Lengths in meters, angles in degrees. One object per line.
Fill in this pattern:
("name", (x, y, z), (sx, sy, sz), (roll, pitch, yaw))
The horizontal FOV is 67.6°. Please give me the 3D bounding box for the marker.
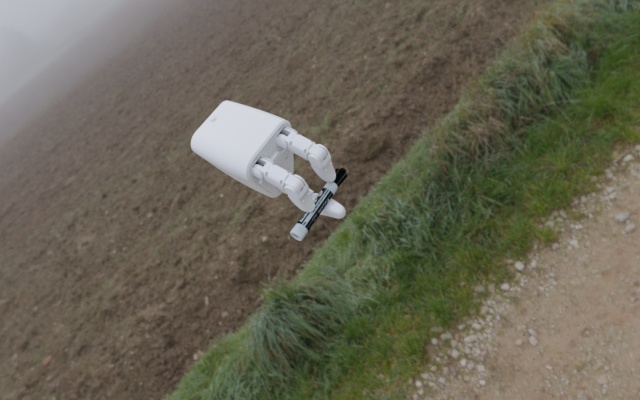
("marker", (0.000, 0.002, 0.645), (0.020, 0.121, 0.020), (29, -24, 14))
